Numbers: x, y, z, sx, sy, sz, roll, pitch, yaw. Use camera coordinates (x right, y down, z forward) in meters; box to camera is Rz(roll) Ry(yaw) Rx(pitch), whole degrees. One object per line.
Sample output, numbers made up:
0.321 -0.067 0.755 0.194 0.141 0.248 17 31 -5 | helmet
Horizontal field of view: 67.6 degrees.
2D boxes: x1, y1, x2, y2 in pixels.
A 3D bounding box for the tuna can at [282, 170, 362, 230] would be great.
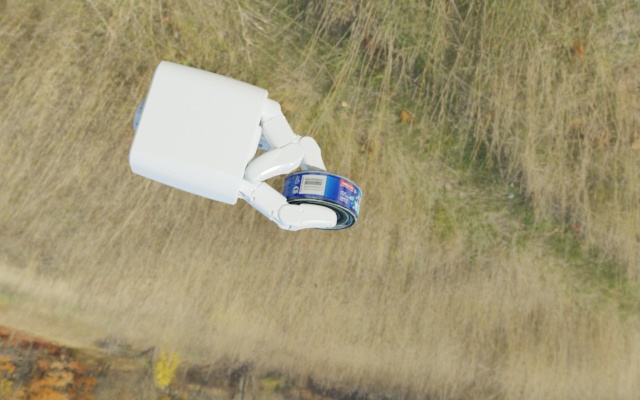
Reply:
0.000 0.002 0.514 0.086 0.033 0.086 8 -23 4 | tuna can
